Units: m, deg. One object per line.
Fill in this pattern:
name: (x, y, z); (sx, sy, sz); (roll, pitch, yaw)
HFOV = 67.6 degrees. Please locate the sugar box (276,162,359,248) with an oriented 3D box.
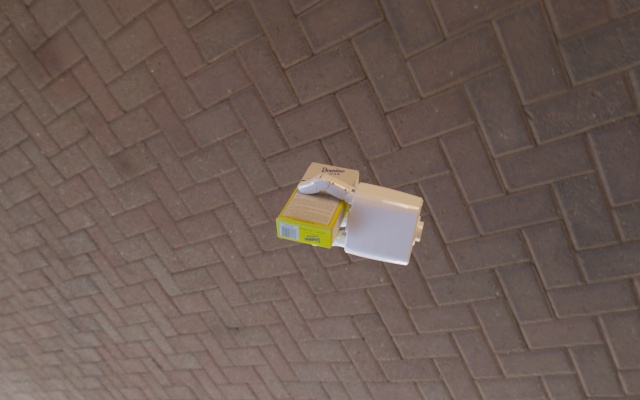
sugar box: (0.000, 0.003, 0.810); (0.093, 0.048, 0.176); (12, 35, 14)
